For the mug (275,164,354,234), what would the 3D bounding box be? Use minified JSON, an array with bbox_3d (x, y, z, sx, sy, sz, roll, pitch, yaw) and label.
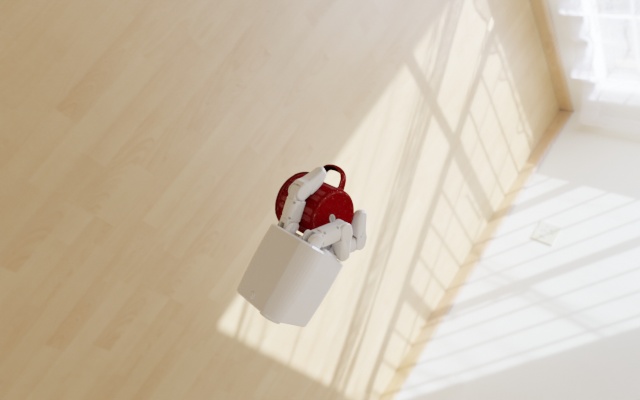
[{"bbox_3d":[0.001,0.001,0.696,0.081,0.117,0.093,25,-5,45],"label":"mug"}]
